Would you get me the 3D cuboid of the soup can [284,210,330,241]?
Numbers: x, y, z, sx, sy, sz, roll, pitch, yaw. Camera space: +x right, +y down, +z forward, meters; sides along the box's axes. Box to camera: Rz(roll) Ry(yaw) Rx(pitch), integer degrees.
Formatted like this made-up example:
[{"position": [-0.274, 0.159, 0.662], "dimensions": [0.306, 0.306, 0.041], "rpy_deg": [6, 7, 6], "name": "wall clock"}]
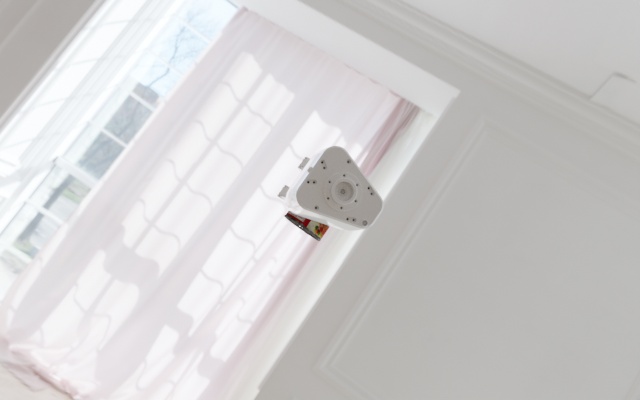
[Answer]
[{"position": [0.000, 0.002, 0.739], "dimensions": [0.068, 0.102, 0.068], "rpy_deg": [34, -7, 5], "name": "soup can"}]
